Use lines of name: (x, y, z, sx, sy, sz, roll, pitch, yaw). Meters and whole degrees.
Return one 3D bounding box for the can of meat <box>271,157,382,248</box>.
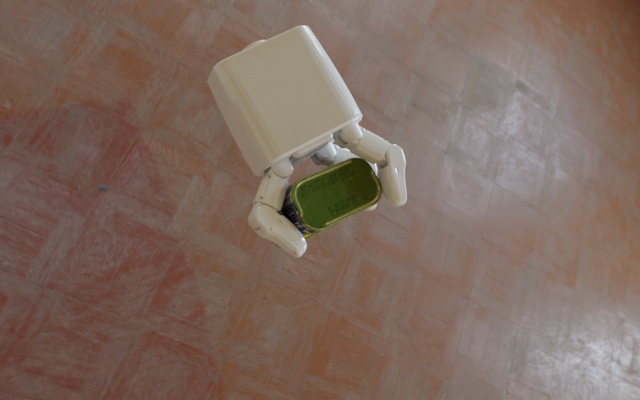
can of meat: (0.000, 0.002, 0.482, 0.102, 0.057, 0.084, -25, -2, -29)
